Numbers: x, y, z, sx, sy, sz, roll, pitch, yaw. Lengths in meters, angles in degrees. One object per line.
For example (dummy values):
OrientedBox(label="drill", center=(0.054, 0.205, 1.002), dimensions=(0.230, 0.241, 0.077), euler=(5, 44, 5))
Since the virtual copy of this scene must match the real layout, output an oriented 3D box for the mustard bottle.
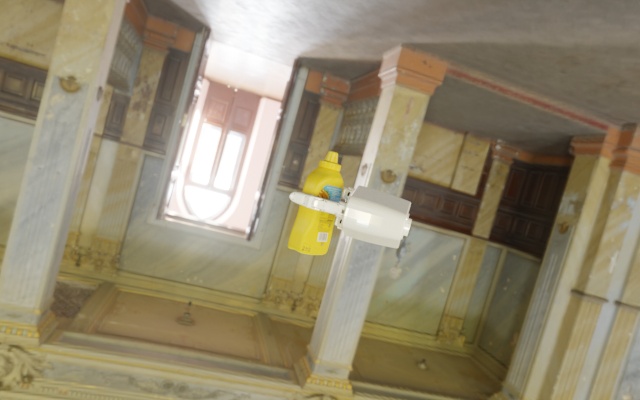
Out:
OrientedBox(label="mustard bottle", center=(0.000, 0.003, 0.888), dimensions=(0.058, 0.191, 0.096), euler=(18, 4, 35))
